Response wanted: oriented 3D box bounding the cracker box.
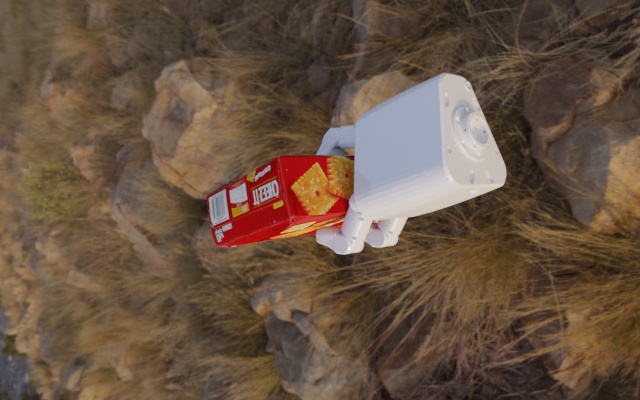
[{"bbox_3d":[0.000,0.002,0.563,0.213,0.072,0.164,-3,-12,-39],"label":"cracker box"}]
